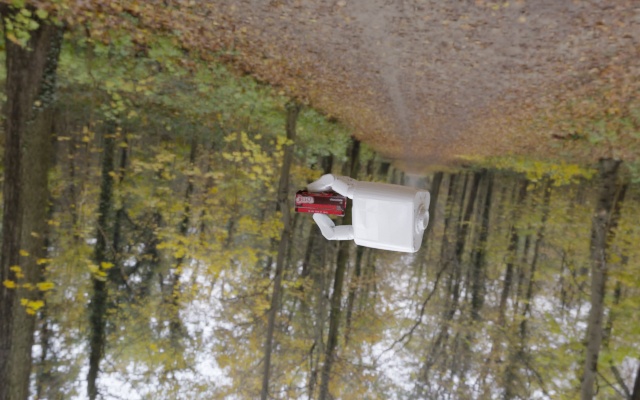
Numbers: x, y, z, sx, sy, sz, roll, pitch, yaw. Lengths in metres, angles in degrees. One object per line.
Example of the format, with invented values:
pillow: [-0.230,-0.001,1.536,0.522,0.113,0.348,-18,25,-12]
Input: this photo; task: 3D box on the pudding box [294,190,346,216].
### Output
pudding box: [0.000,0.003,0.881,0.090,0.039,0.113,5,2,1]
